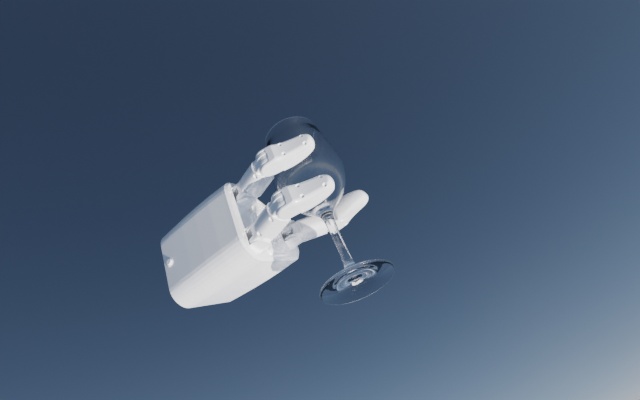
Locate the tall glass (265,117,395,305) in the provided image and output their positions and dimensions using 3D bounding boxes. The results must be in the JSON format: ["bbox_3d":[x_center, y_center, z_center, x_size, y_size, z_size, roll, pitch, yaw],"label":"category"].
[{"bbox_3d":[0.000,0.002,0.493,0.079,0.201,0.079,-16,-35,-12],"label":"tall glass"}]
